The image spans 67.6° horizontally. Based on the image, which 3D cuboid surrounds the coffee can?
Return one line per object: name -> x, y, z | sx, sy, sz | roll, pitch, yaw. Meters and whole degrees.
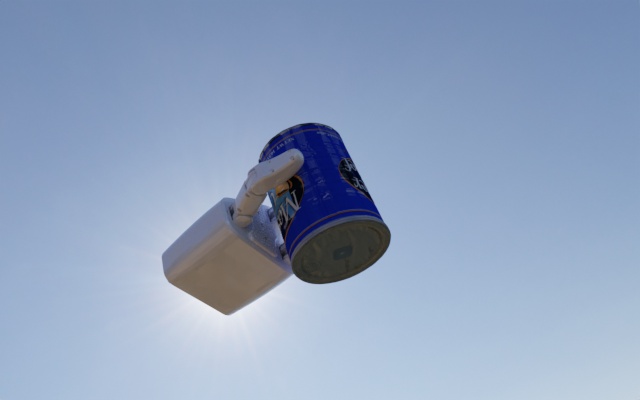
coffee can -> 0.000, 0.002, 0.505 | 0.103, 0.140, 0.103 | -14, -38, -11
